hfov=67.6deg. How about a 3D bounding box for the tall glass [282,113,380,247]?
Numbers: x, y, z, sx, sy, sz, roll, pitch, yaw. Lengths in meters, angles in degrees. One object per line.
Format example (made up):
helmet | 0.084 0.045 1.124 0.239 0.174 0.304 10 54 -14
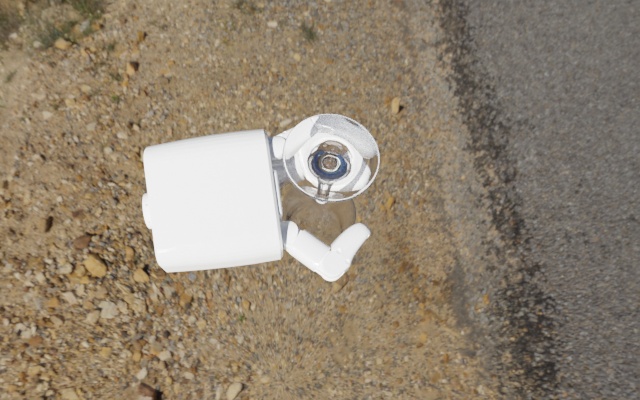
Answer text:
tall glass | 0.000 0.001 0.453 0.079 0.079 0.201 0 -21 -5
